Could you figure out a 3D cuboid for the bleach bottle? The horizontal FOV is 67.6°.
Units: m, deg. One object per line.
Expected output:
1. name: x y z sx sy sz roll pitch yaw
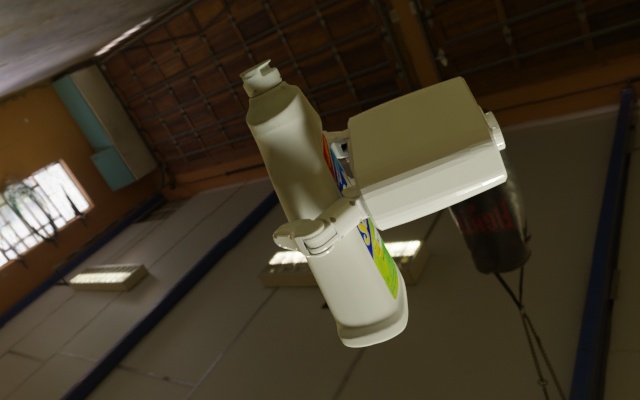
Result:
1. bleach bottle: 0.000 0.001 0.419 0.068 0.251 0.102 -21 22 16
